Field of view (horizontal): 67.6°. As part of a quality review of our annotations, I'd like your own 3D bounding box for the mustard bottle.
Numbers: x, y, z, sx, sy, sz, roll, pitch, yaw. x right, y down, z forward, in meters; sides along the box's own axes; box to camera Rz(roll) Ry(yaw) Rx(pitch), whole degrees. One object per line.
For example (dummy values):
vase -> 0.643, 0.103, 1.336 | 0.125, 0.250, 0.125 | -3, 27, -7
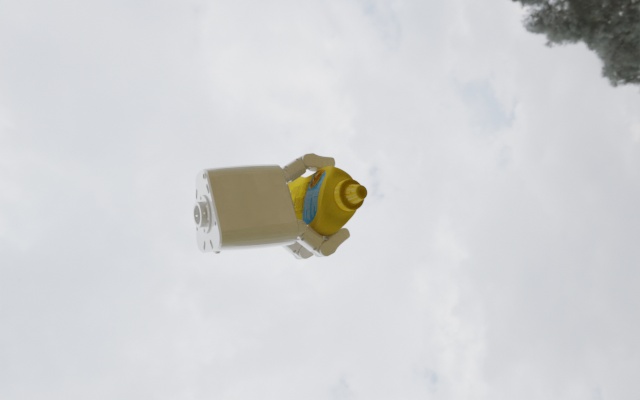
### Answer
mustard bottle -> 0.000, 0.002, 0.667 | 0.058, 0.096, 0.191 | 24, -20, -27
